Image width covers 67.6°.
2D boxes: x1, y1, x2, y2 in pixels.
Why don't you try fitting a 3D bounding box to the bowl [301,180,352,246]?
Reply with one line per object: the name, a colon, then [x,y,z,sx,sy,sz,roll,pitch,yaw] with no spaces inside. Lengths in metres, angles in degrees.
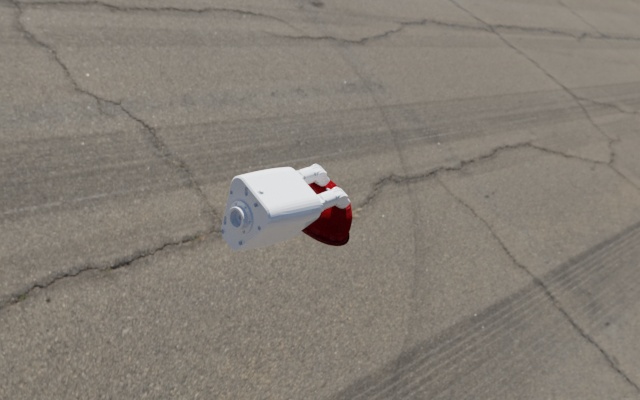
bowl: [0.001,0.002,0.825,0.162,0.055,0.162,32,23,-16]
